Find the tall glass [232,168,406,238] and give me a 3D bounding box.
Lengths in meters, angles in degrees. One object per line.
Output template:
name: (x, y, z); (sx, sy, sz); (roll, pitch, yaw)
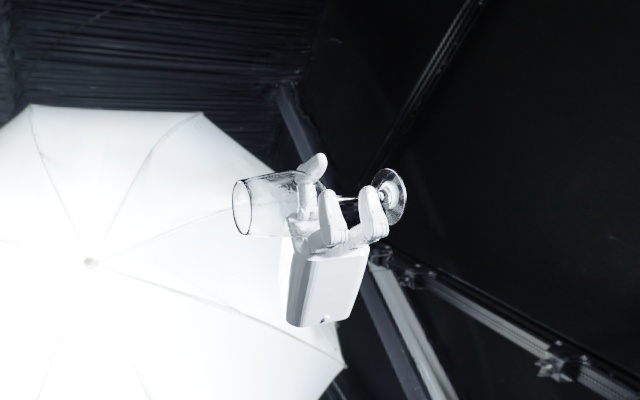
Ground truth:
tall glass: (0.001, 0.002, 0.568); (0.201, 0.079, 0.079); (-4, 2, -29)
